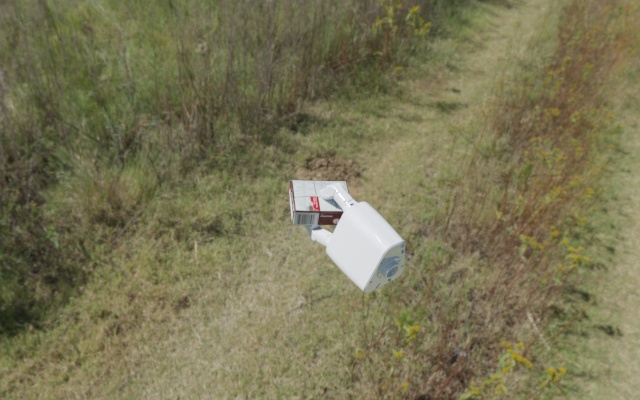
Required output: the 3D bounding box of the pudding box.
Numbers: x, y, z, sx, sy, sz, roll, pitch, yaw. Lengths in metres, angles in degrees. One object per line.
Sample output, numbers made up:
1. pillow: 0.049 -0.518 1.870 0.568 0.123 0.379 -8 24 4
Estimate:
1. pudding box: 0.000 0.003 0.895 0.113 0.039 0.090 2 42 -11
